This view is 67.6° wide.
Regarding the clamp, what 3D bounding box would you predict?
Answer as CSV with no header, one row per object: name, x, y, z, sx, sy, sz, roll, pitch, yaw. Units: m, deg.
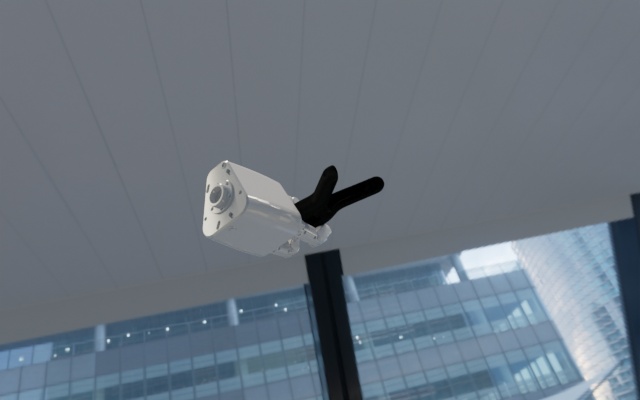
clamp,0.000,0.002,0.713,0.171,0.039,0.120,-35,-35,25
